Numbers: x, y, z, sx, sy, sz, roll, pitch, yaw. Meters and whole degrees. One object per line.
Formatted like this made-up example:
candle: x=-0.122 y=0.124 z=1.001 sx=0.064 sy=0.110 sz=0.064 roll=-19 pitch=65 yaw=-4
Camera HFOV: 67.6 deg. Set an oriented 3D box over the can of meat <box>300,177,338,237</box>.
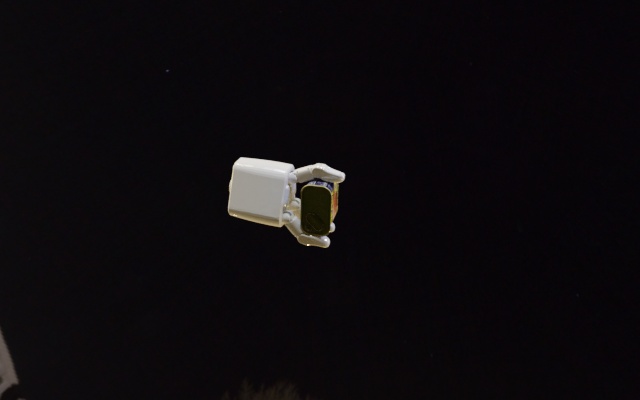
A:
can of meat: x=0.000 y=0.003 z=0.897 sx=0.057 sy=0.102 sz=0.084 roll=7 pitch=26 yaw=11
